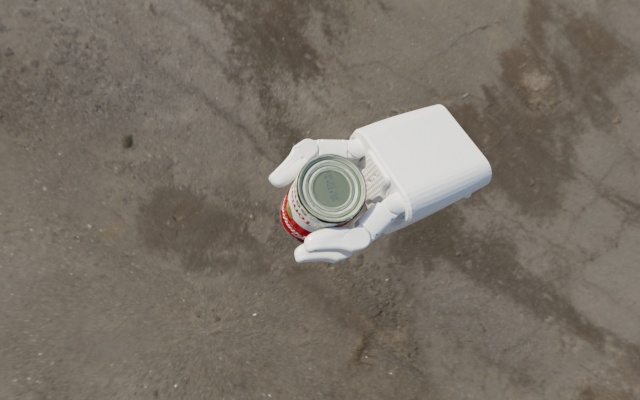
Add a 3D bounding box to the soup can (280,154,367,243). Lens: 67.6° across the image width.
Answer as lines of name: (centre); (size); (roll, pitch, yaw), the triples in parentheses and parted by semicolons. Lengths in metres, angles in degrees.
soup can: (0.000, 0.002, 0.478); (0.068, 0.068, 0.102); (0, -15, -13)
